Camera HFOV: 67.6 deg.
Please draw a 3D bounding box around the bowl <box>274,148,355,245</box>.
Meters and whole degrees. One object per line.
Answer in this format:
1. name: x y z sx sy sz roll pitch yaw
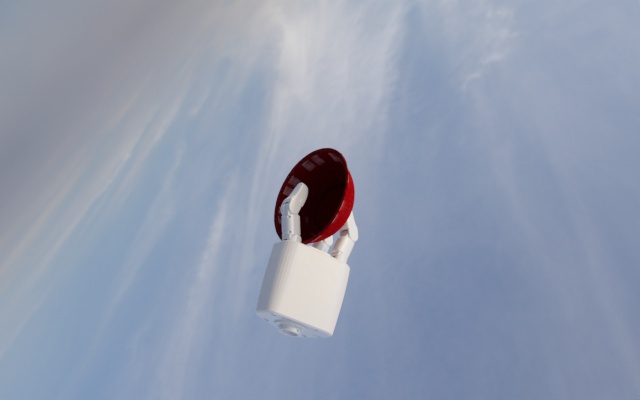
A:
1. bowl: 0.001 0.001 0.737 0.055 0.162 0.162 27 -17 -37
